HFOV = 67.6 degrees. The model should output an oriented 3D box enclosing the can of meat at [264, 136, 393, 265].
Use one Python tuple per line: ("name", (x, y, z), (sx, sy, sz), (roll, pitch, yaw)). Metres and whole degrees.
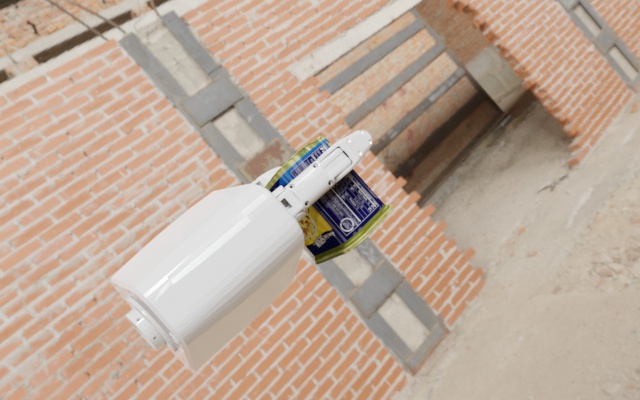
("can of meat", (0.000, 0.001, 0.409), (0.057, 0.084, 0.102), (-43, 2, -24))
